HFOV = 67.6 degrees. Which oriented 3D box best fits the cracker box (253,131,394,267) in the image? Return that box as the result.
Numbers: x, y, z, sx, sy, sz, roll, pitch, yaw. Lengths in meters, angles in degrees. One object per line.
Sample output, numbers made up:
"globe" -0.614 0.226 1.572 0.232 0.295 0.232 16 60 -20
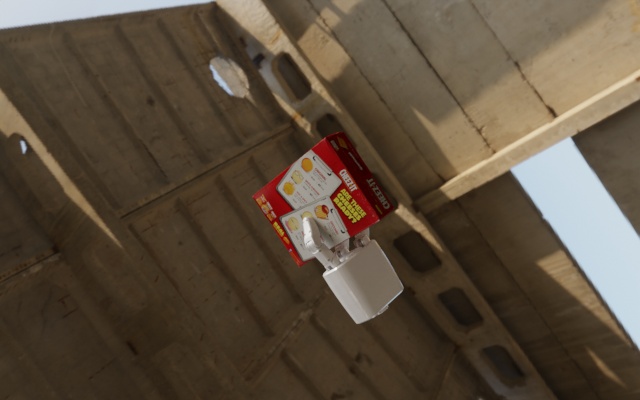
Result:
"cracker box" 0.000 0.003 0.859 0.214 0.164 0.072 -35 -2 37
